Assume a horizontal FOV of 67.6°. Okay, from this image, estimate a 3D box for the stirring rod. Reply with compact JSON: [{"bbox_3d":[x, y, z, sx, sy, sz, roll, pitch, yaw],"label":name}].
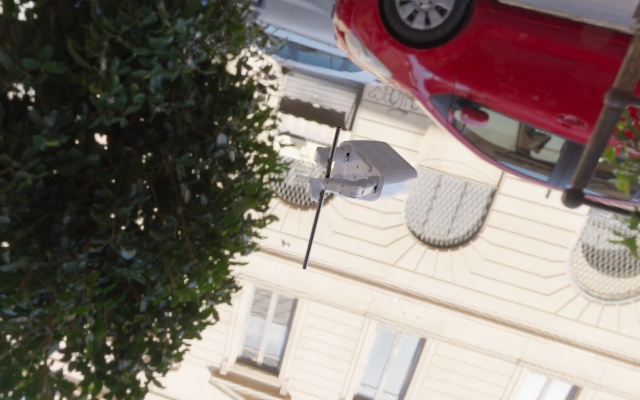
[{"bbox_3d":[0.000,0.002,0.739,0.011,0.240,0.011,12,22,-5],"label":"stirring rod"}]
